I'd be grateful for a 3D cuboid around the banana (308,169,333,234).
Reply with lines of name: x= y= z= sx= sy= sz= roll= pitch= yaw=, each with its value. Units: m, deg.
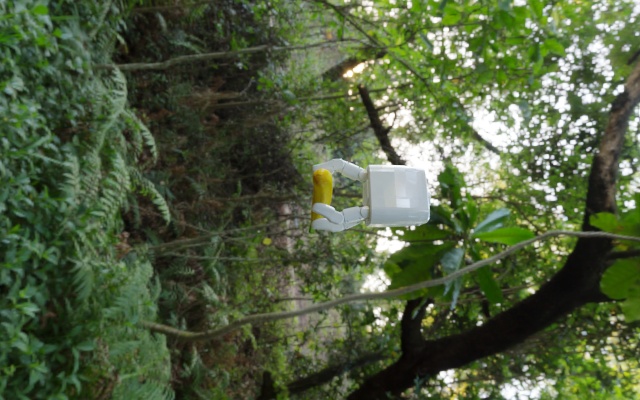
banana: x=0.002 y=-0.011 z=0.881 sx=0.037 sy=0.069 sz=0.198 roll=8 pitch=-32 yaw=2
